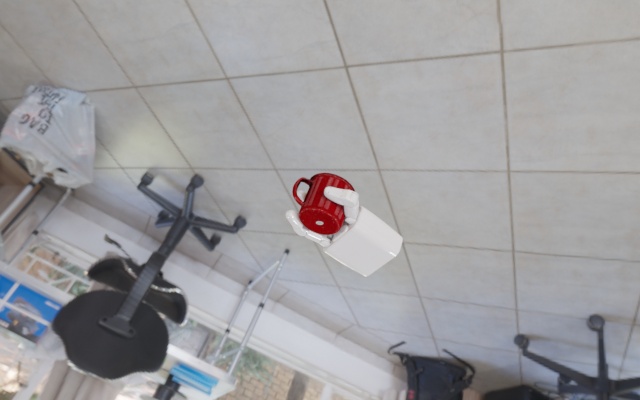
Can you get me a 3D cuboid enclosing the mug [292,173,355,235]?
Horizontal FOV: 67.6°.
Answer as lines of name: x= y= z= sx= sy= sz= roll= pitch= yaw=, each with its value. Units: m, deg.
mug: x=-0.001 y=0.002 z=0.877 sx=0.117 sy=0.081 sz=0.093 roll=34 pitch=-37 yaw=-16
